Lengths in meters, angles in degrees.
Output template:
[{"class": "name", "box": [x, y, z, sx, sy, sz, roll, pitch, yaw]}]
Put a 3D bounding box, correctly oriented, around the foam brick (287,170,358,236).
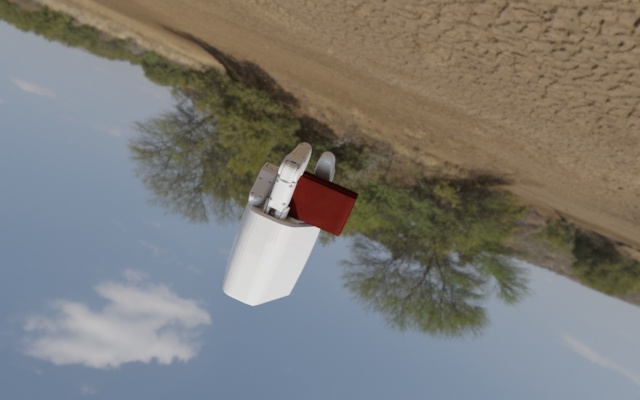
[{"class": "foam brick", "box": [0.000, 0.002, 0.569, 0.078, 0.051, 0.053, 23, 8, 6]}]
